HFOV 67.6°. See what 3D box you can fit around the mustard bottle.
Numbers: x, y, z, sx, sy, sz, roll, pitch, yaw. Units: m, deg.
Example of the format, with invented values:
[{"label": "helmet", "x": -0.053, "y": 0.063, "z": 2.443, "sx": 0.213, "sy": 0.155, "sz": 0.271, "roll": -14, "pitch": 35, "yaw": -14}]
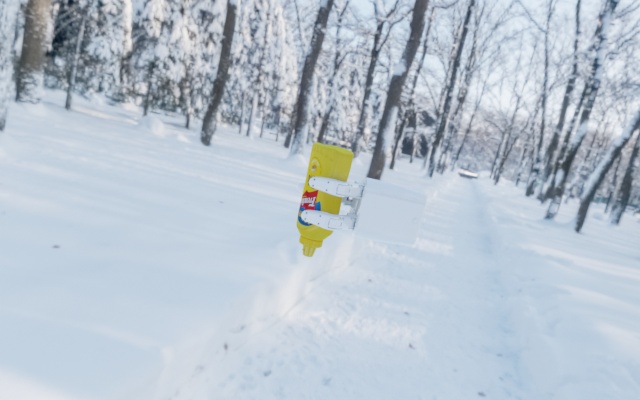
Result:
[{"label": "mustard bottle", "x": 0.000, "y": 0.002, "z": 0.805, "sx": 0.058, "sy": 0.191, "sz": 0.096, "roll": 8, "pitch": 10, "yaw": -29}]
